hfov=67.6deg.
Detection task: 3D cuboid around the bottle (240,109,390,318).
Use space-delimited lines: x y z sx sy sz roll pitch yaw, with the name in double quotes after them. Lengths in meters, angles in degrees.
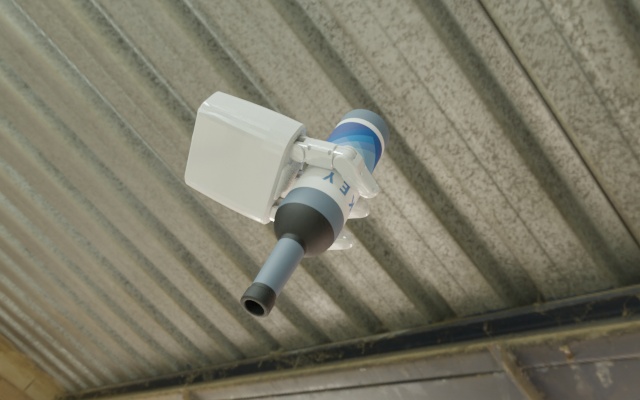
0.000 0.002 0.504 0.069 0.069 0.295 0 37 28 "bottle"
